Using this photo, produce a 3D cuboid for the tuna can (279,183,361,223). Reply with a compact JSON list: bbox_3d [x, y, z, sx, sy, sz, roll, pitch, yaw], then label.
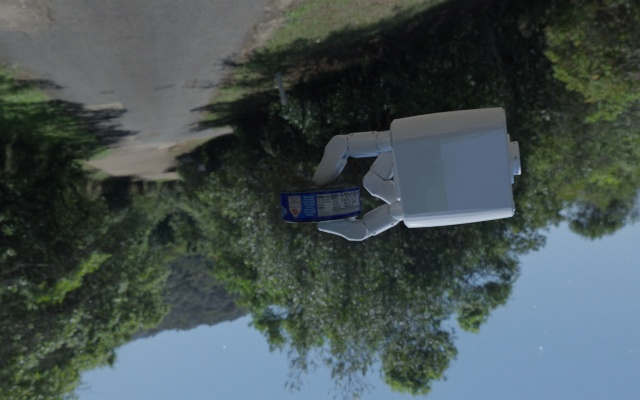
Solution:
[{"bbox_3d":[0.000,0.002,0.508,0.086,0.034,0.086,-4,5,0],"label":"tuna can"}]
